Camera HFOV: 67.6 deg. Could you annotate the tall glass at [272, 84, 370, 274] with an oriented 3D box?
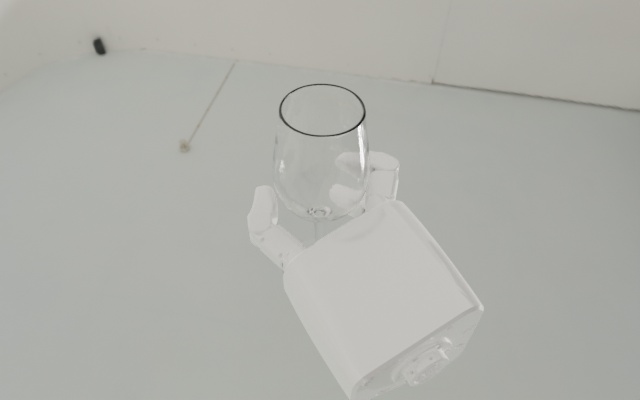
[{"bbox_3d":[0.000,0.002,0.411,0.079,0.079,0.201,0,-42,-1],"label":"tall glass"}]
